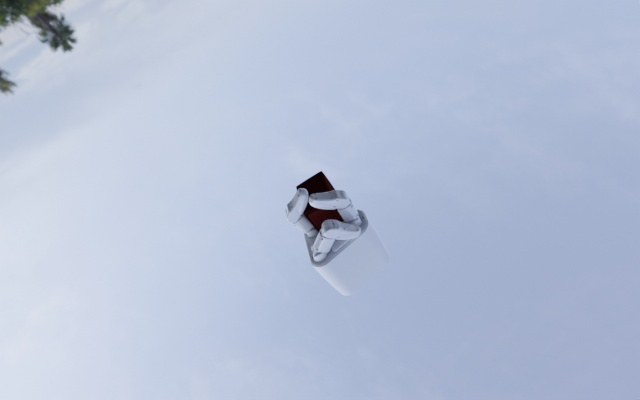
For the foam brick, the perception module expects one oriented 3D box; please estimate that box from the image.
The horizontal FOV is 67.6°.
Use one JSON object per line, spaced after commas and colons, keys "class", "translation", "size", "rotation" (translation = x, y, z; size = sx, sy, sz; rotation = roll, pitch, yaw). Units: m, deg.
{"class": "foam brick", "translation": [0.000, 0.002, 0.775], "size": [0.053, 0.078, 0.051], "rotation": [-30, -49, 10]}
